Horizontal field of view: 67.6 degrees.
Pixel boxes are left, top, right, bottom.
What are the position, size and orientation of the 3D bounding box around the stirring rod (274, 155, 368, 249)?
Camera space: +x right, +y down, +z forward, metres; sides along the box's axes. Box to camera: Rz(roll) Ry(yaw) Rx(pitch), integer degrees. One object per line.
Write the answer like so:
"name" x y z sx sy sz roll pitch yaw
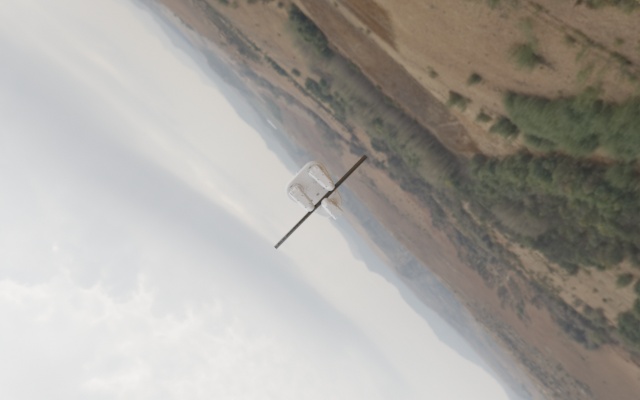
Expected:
"stirring rod" 0.000 0.003 0.890 0.011 0.239 0.011 45 1 -1
